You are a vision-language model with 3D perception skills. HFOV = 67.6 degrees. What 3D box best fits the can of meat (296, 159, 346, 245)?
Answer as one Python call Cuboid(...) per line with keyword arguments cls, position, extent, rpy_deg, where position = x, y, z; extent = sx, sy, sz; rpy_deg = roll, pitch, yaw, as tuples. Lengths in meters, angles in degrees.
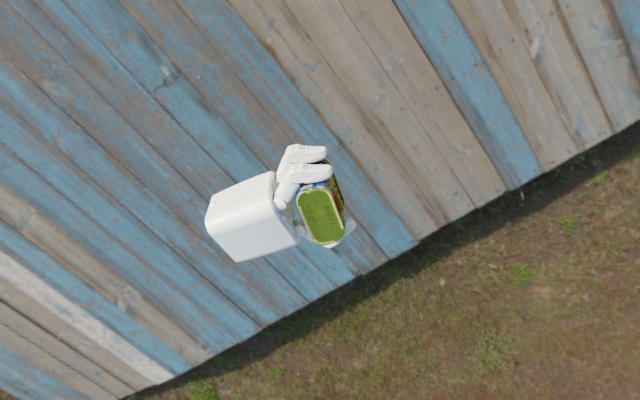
Cuboid(cls="can of meat", position=(0.000, 0.003, 0.698), extent=(0.057, 0.102, 0.084), rpy_deg=(-17, 31, 9))
